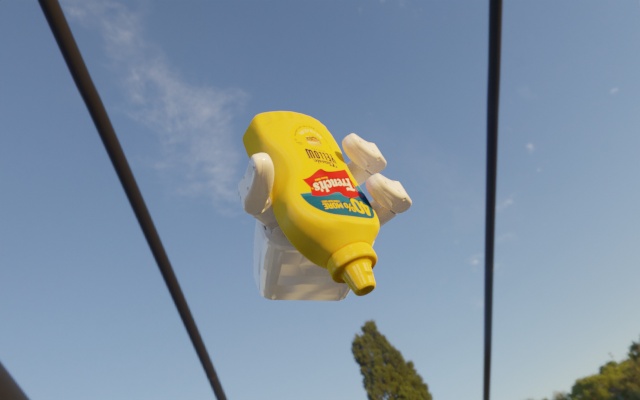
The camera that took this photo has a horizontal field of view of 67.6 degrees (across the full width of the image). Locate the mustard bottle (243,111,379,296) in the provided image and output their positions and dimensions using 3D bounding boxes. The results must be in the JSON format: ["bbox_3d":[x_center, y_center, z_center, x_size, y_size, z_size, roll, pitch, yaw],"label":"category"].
[{"bbox_3d":[0.000,0.001,0.429,0.096,0.191,0.058,9,-48,-39],"label":"mustard bottle"}]
